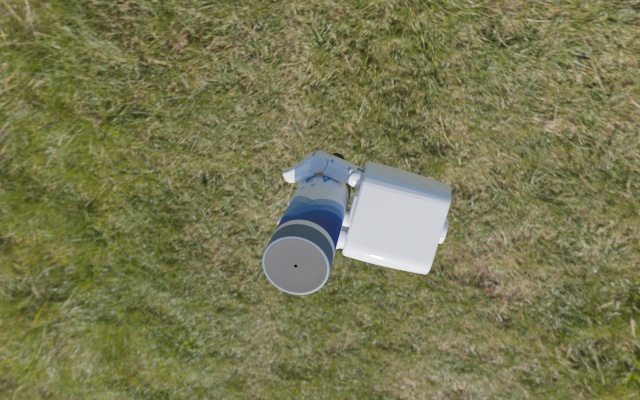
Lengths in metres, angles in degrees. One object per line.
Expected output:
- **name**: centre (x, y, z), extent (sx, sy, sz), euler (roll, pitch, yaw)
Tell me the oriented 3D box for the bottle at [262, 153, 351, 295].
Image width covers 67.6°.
- **bottle**: centre (0.000, 0.002, 0.586), extent (0.069, 0.069, 0.295), euler (0, 25, 10)
